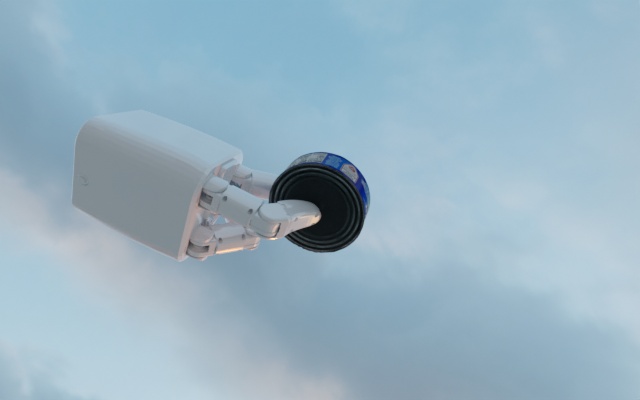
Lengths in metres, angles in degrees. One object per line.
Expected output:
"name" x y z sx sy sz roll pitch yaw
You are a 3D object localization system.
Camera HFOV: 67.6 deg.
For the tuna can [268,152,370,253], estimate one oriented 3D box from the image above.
"tuna can" 0.000 0.001 0.421 0.086 0.086 0.033 0 26 18
